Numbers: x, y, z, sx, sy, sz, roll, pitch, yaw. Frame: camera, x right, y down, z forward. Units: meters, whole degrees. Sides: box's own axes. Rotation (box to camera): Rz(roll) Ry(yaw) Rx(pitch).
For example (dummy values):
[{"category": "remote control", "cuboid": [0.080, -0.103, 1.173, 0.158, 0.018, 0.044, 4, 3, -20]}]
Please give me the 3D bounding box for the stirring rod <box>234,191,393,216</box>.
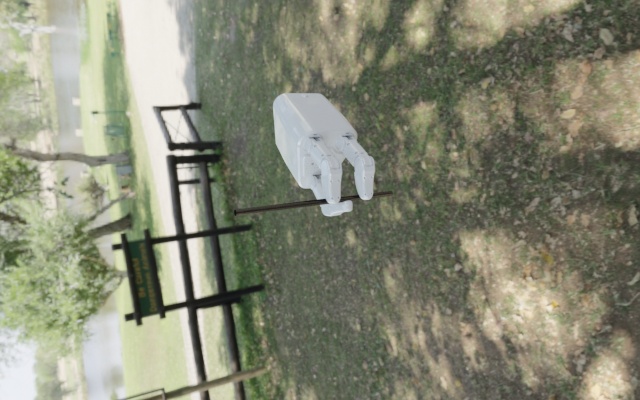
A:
[{"category": "stirring rod", "cuboid": [0.000, 0.002, 0.637, 0.239, 0.011, 0.011, -7, 3, -30]}]
